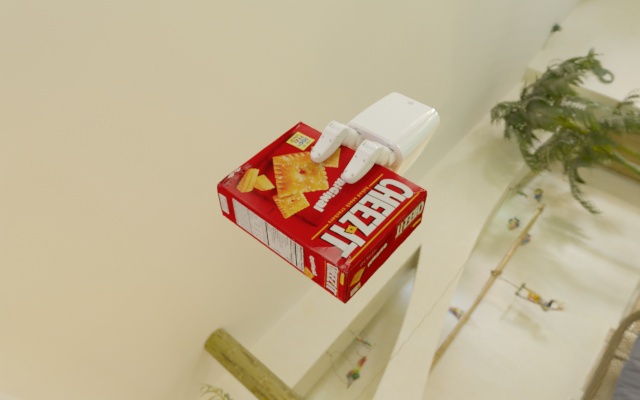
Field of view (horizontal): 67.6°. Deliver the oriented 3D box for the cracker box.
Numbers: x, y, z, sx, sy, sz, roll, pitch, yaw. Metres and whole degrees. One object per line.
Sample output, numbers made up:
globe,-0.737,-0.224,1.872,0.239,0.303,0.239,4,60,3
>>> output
cracker box,0.000,0.002,0.610,0.213,0.072,0.164,32,56,27
